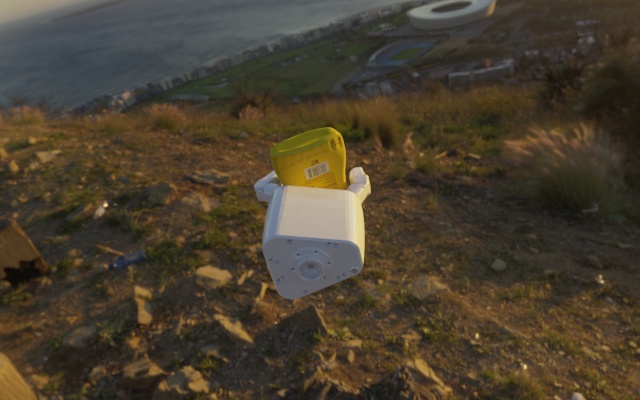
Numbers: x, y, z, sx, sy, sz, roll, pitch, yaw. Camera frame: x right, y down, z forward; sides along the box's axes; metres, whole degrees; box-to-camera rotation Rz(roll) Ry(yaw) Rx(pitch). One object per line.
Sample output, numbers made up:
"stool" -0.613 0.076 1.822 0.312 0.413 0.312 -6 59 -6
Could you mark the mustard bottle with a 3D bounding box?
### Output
"mustard bottle" 0.000 0.002 0.662 0.096 0.192 0.058 -22 30 -13
